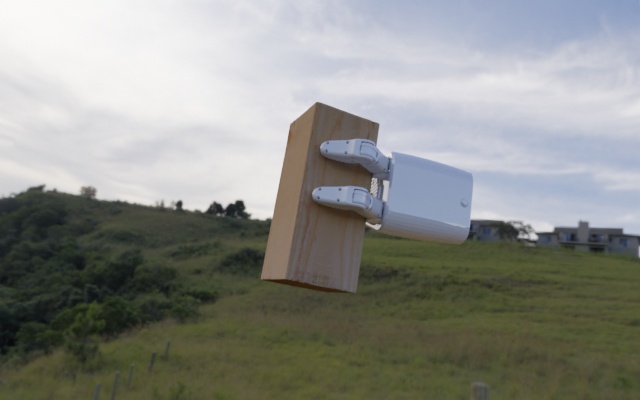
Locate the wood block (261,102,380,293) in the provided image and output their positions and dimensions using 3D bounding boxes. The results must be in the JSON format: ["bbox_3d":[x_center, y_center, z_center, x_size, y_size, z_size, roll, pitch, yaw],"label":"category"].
[{"bbox_3d":[0.000,0.002,0.580,0.090,0.206,0.091,15,-15,-21],"label":"wood block"}]
